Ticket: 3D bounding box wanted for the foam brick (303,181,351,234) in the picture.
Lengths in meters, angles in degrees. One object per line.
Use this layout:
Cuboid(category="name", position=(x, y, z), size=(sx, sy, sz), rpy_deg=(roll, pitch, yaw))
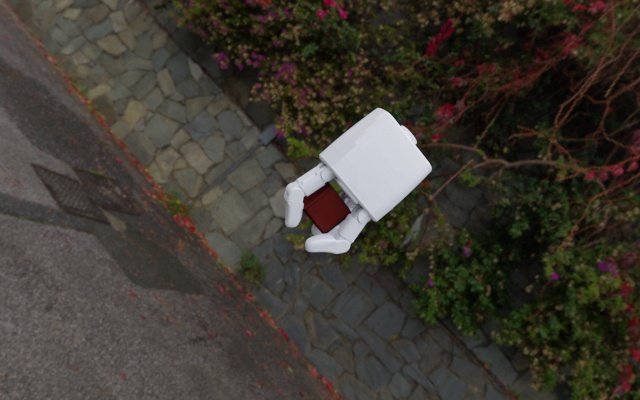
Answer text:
Cuboid(category="foam brick", position=(0.000, 0.002, 0.675), size=(0.051, 0.053, 0.078), rpy_deg=(-39, 29, 0))
